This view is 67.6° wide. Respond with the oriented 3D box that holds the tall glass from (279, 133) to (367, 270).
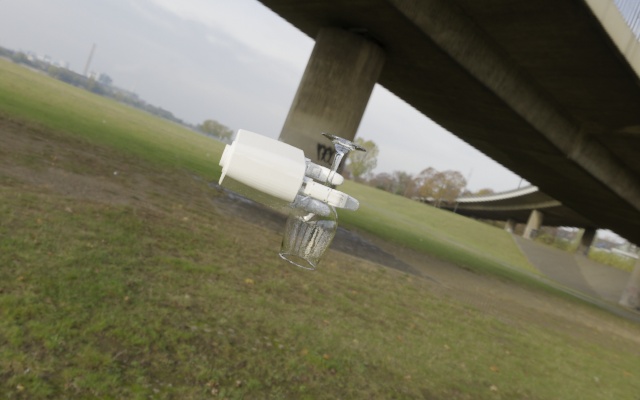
[{"bbox_3d":[0.001,0.002,0.738,0.079,0.201,0.079,21,2,-1],"label":"tall glass"}]
